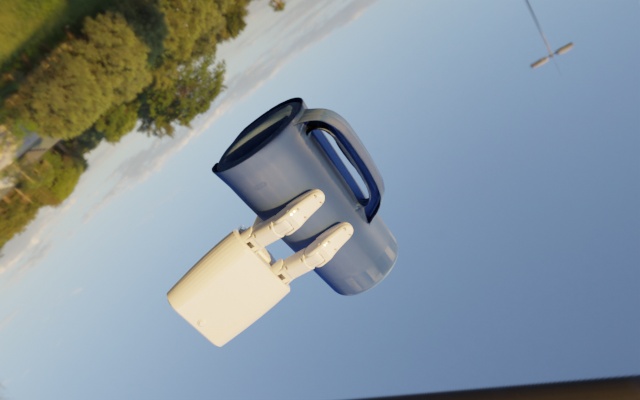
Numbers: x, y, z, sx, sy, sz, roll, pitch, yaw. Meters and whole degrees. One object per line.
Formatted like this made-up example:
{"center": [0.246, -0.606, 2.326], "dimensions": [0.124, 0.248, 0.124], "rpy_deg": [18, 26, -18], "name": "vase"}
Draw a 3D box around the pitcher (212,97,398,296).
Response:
{"center": [0.000, 0.002, 0.586], "dimensions": [0.145, 0.243, 0.149], "rpy_deg": [-41, 24, -3], "name": "pitcher"}
